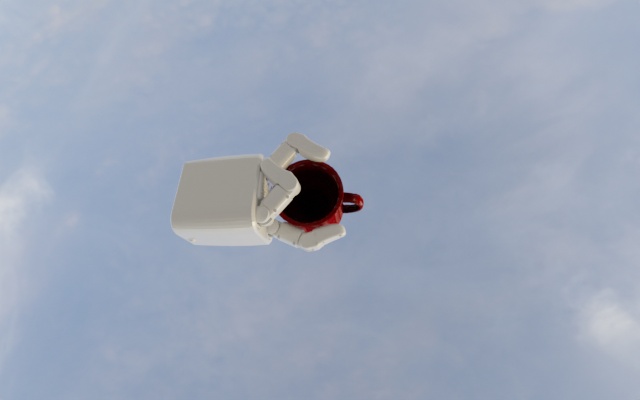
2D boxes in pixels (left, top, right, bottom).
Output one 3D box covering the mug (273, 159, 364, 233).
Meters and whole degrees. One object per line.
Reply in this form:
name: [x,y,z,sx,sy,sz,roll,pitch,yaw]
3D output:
mug: [0.002,0.002,0.649,0.117,0.093,0.081,-1,-19,7]
